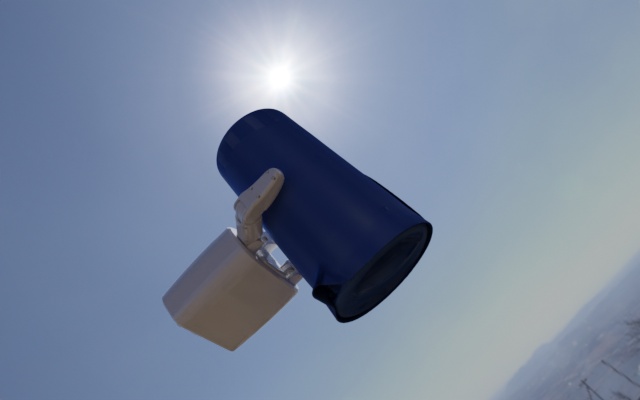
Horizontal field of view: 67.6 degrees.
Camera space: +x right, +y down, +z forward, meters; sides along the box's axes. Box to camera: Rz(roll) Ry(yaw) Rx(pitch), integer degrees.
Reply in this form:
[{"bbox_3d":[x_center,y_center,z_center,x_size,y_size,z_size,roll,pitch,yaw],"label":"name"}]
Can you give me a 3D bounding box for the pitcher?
[{"bbox_3d":[0.000,0.002,0.532,0.242,0.145,0.149,44,-2,28],"label":"pitcher"}]
